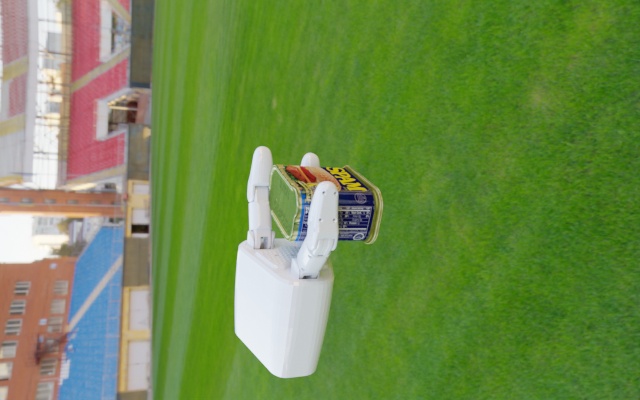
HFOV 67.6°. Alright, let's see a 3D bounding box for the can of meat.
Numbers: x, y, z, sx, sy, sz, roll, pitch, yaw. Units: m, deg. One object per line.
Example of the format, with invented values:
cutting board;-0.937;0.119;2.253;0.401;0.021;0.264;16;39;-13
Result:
can of meat;0.000;0.002;0.470;0.084;0.057;0.102;1;22;-21
